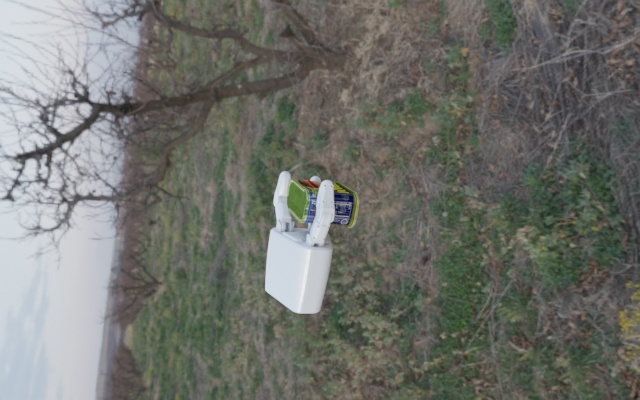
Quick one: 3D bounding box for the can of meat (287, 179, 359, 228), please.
[{"bbox_3d":[0.000,0.002,0.745,0.084,0.057,0.102,4,14,-21],"label":"can of meat"}]
